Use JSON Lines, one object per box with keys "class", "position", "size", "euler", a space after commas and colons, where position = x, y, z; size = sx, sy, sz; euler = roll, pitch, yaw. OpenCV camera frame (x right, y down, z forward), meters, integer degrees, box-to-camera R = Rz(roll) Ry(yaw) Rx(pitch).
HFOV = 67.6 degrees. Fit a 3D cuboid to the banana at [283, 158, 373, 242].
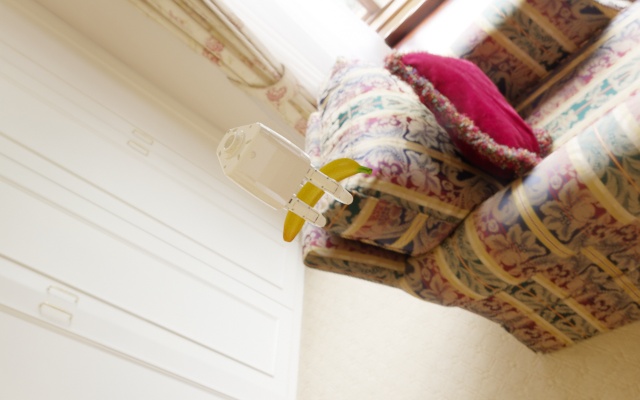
{"class": "banana", "position": [-0.004, -0.012, 0.821], "size": [0.198, 0.069, 0.037], "euler": [-42, -45, 15]}
